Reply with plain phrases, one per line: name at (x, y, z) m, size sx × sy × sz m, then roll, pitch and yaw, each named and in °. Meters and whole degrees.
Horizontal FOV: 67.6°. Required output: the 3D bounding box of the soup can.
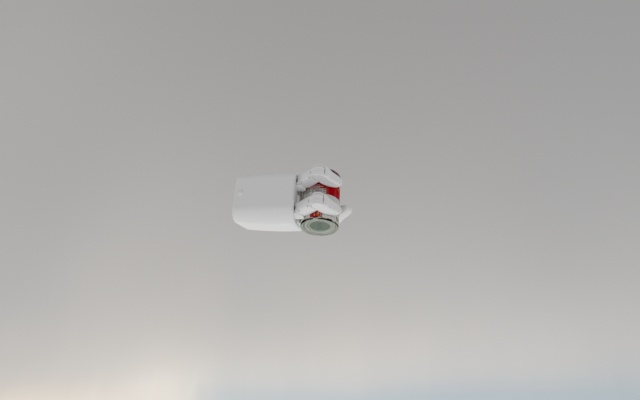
soup can at (0.001, 0.003, 0.839) m, size 0.068 × 0.102 × 0.068 m, roll 2°, pitch -29°, yaw 1°
